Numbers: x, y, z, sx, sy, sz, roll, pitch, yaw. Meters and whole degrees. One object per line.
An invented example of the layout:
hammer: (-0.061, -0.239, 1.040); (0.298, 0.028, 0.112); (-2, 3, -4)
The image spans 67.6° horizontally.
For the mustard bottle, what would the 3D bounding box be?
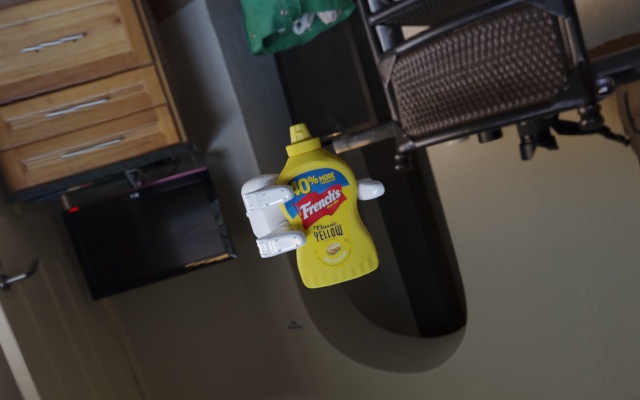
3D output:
mustard bottle: (0.000, 0.002, 0.572); (0.096, 0.191, 0.058); (-16, 8, 4)
